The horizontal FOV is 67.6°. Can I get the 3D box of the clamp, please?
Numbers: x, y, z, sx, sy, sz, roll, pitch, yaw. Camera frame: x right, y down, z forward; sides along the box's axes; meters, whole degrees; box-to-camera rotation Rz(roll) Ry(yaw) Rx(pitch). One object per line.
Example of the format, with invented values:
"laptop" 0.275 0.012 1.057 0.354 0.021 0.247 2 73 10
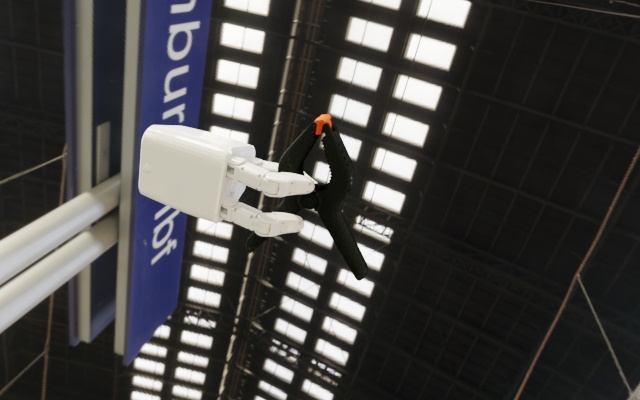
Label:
"clamp" 0.000 0.001 0.587 0.164 0.210 0.036 18 27 6
